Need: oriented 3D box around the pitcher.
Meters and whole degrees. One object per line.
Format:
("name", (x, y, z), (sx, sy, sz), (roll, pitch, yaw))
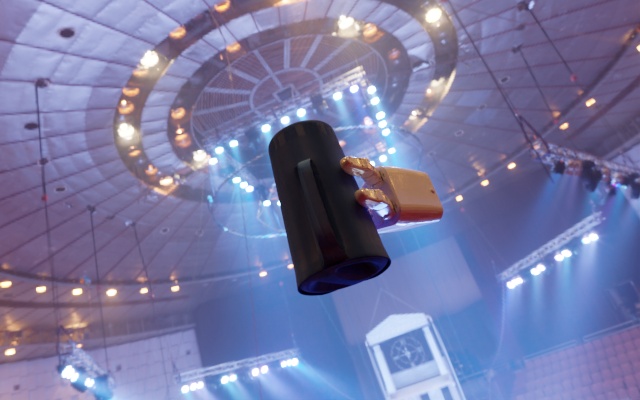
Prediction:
("pitcher", (0.000, 0.002, 0.688), (0.145, 0.242, 0.149), (1, -31, -35))
